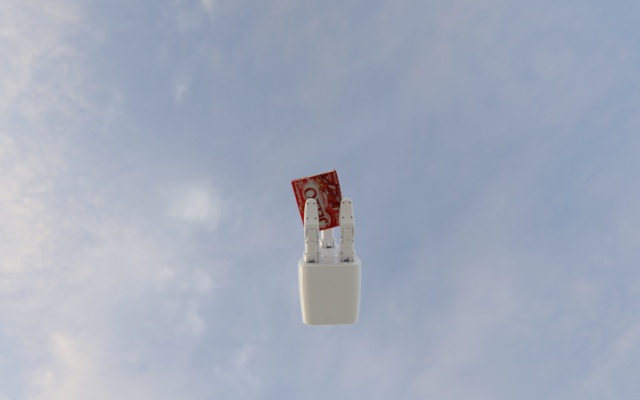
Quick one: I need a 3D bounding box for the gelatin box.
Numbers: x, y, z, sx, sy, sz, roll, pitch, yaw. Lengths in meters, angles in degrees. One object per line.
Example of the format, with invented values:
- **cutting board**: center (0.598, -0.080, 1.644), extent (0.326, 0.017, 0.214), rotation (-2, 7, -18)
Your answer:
- **gelatin box**: center (0.000, 0.002, 0.755), extent (0.073, 0.089, 0.030), rotation (-14, 8, 2)
